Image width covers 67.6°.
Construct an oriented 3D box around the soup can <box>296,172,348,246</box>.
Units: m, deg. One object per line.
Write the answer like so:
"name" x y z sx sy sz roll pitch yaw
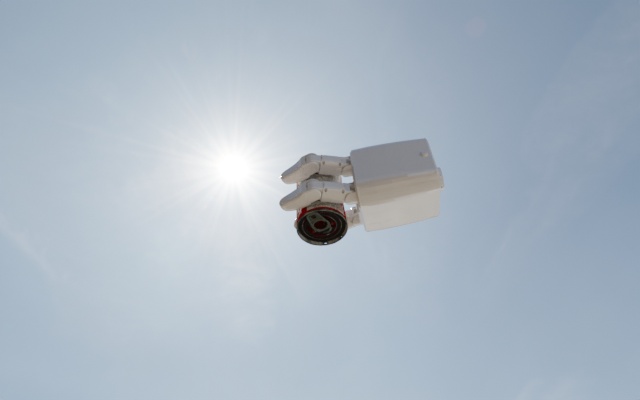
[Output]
"soup can" 0.000 0.002 0.660 0.068 0.069 0.102 0 44 -3
